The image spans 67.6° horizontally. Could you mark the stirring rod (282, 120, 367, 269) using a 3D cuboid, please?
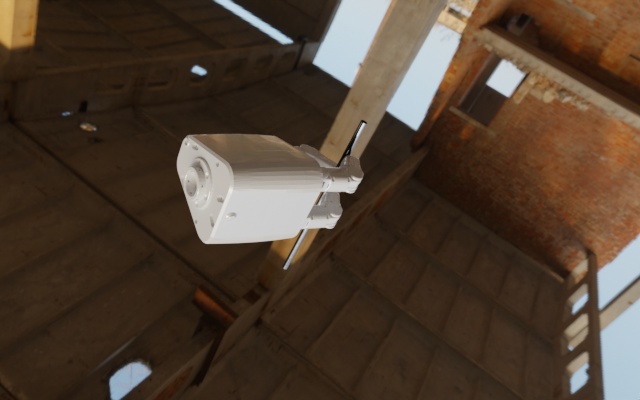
[{"bbox_3d":[0.000,0.002,0.601,0.011,0.240,0.011,20,32,-13],"label":"stirring rod"}]
